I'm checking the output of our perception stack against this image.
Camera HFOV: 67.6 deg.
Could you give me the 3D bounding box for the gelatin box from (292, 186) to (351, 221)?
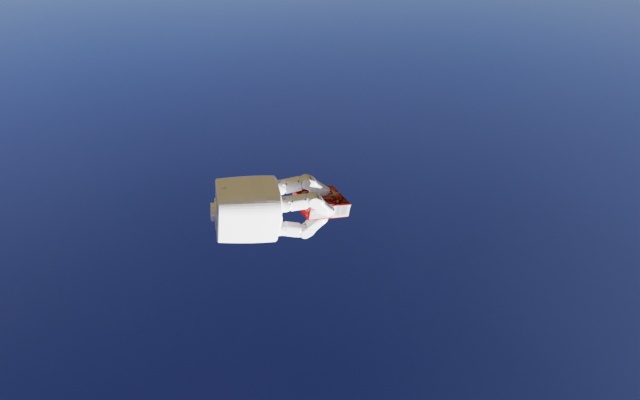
[{"bbox_3d":[0.000,0.003,0.881,0.089,0.030,0.073,-4,32,-28],"label":"gelatin box"}]
